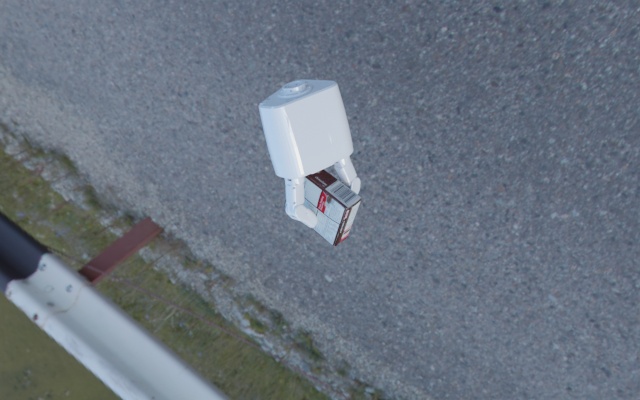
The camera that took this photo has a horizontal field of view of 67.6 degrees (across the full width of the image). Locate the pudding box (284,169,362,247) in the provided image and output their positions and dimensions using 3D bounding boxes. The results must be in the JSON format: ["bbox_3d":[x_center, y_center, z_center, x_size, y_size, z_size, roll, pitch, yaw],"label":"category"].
[{"bbox_3d":[0.000,0.002,0.726,0.113,0.090,0.039,39,50,22],"label":"pudding box"}]
